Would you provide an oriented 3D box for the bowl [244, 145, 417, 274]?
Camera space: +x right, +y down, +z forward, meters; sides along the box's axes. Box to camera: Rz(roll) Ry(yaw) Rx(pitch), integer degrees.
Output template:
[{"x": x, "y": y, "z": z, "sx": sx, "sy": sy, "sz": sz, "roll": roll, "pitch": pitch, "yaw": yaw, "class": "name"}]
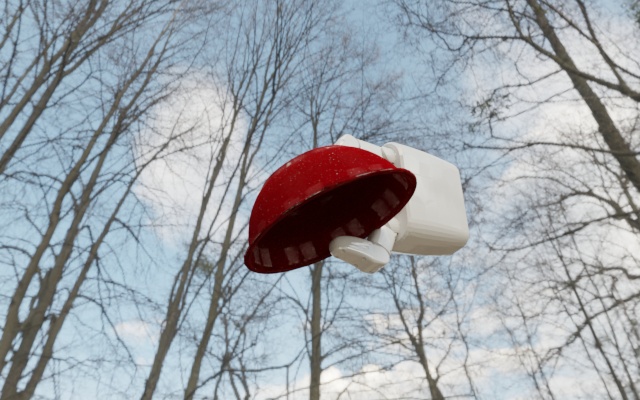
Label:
[{"x": -0.001, "y": 0.001, "z": 0.414, "sx": 0.162, "sy": 0.055, "sz": 0.162, "roll": -24, "pitch": -22, "yaw": -10, "class": "bowl"}]
